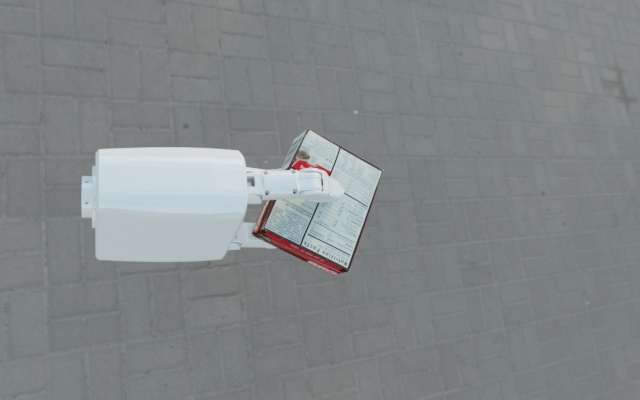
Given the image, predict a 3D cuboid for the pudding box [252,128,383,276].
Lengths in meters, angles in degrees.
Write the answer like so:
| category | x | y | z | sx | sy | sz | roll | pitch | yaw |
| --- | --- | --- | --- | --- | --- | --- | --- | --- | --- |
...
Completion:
| category | x | y | z | sx | sy | sz | roll | pitch | yaw |
| --- | --- | --- | --- | --- | --- | --- | --- | --- | --- |
| pudding box | 0.000 | 0.001 | 0.448 | 0.090 | 0.113 | 0.039 | 29 | -22 | -15 |
